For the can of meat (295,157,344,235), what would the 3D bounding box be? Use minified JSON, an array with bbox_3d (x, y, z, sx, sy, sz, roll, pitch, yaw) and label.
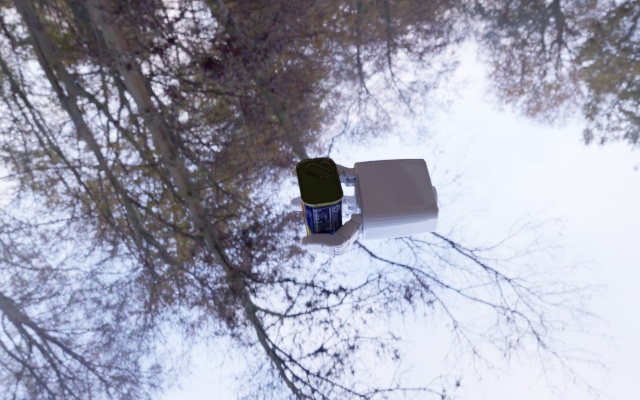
[{"bbox_3d":[0.000,0.003,0.675,0.057,0.084,0.102,-8,41,-4],"label":"can of meat"}]
